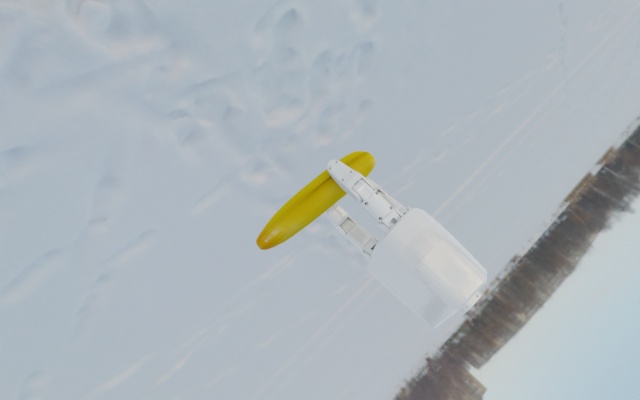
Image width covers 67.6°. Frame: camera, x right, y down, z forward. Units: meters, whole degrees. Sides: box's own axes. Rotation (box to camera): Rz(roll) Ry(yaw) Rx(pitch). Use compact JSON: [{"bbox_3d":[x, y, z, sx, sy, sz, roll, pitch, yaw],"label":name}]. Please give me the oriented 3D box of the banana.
[{"bbox_3d":[0.007,-0.009,0.562,0.197,0.037,0.070,-38,-13,-31],"label":"banana"}]
